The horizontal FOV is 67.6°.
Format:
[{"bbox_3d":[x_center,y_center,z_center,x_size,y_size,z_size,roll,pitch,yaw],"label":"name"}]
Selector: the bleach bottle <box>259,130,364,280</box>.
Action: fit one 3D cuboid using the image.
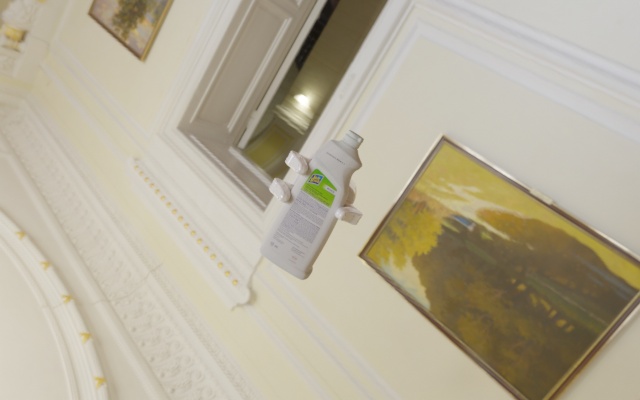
[{"bbox_3d":[0.000,0.003,0.789,0.102,0.251,0.068,32,14,1],"label":"bleach bottle"}]
